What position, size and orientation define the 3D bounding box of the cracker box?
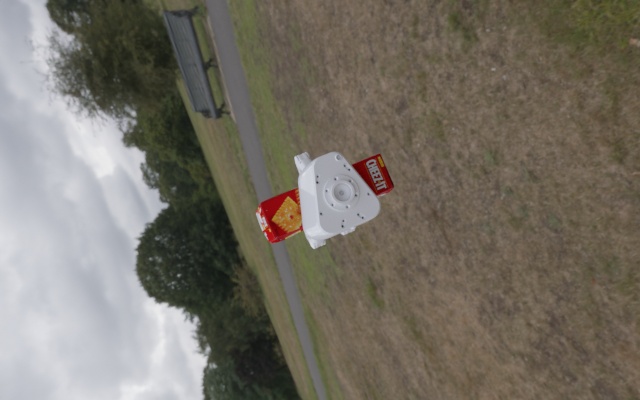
[{"bbox_3d":[0.000,0.003,0.827,0.213,0.072,0.164,-22,-2,-12],"label":"cracker box"}]
